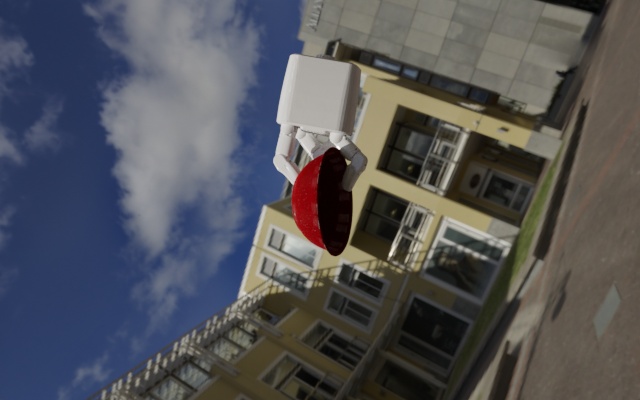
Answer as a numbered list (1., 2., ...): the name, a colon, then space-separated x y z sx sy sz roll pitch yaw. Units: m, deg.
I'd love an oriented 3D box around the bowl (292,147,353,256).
1. bowl: 0.000 0.004 0.713 0.055 0.162 0.162 -2 -1 21
